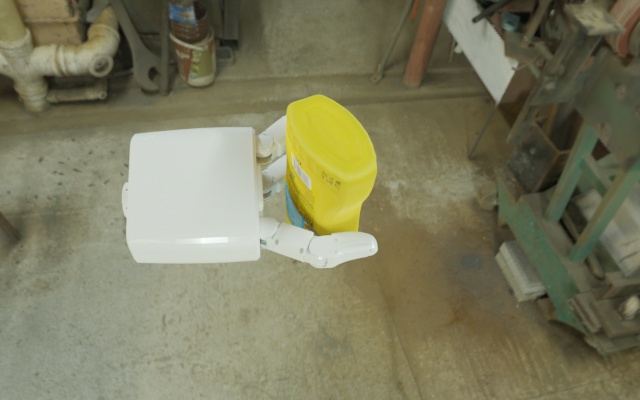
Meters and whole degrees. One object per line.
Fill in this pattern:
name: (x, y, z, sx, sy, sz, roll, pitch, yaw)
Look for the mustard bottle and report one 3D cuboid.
mustard bottle: (0.000, 0.001, 0.452, 0.058, 0.096, 0.192, -24, -30, -21)
